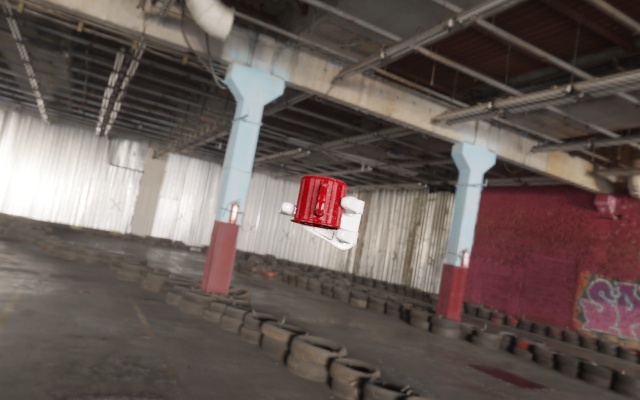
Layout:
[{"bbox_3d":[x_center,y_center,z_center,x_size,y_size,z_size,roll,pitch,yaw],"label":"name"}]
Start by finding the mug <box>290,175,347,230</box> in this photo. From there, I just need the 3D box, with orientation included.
[{"bbox_3d":[0.000,0.002,0.817,0.093,0.081,0.117,10,-7,2],"label":"mug"}]
